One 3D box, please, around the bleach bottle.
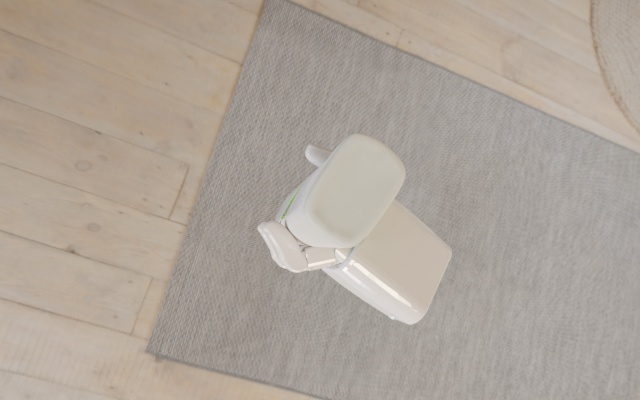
[{"bbox_3d":[0.000,0.002,0.528,0.068,0.102,0.251,37,-12,-8],"label":"bleach bottle"}]
